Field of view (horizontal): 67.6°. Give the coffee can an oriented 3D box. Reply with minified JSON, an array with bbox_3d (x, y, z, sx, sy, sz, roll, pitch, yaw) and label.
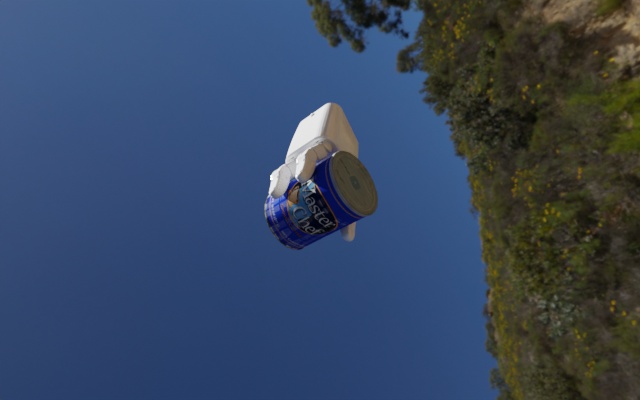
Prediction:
[{"bbox_3d":[0.000,0.002,0.720,0.140,0.102,0.103,-29,-17,33],"label":"coffee can"}]
